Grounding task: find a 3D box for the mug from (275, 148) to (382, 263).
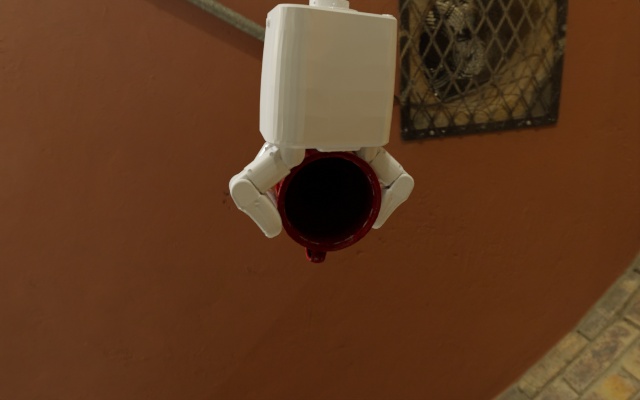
[{"bbox_3d":[0.000,0.003,0.455,0.093,0.117,0.081,1,17,-12],"label":"mug"}]
